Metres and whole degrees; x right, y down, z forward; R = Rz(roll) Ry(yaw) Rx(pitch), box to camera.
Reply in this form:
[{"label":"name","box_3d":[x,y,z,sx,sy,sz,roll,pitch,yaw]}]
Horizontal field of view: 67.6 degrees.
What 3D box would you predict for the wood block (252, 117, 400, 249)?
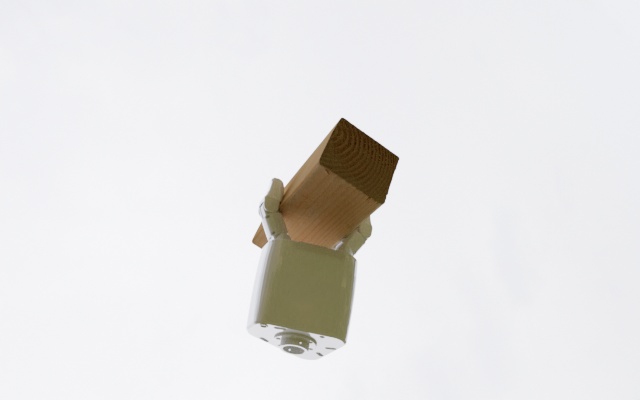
[{"label":"wood block","box_3d":[0.000,0.002,0.626,0.091,0.090,0.206,33,-42,-10]}]
